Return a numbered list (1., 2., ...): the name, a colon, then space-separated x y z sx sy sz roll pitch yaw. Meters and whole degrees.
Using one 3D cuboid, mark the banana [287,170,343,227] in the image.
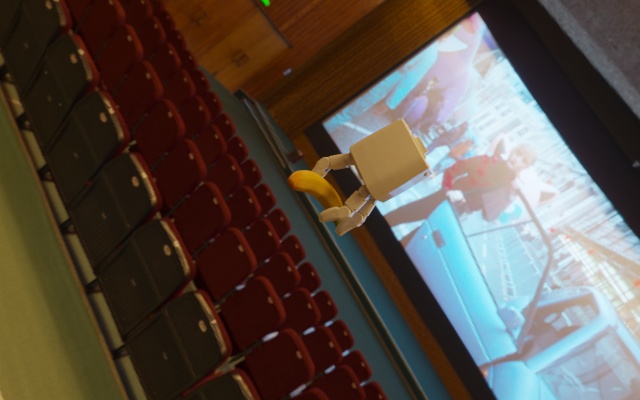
1. banana: -0.001 -0.011 0.843 0.037 0.069 0.198 -24 -38 18
